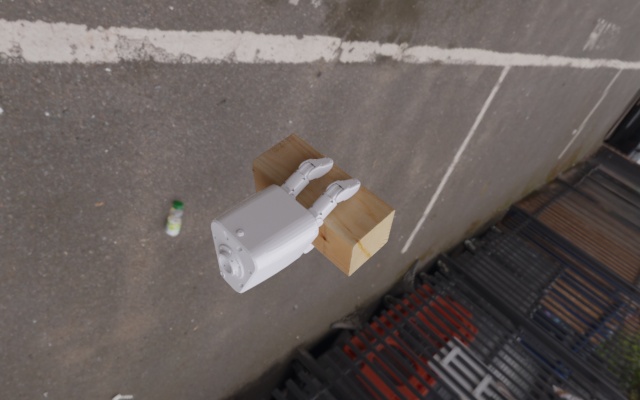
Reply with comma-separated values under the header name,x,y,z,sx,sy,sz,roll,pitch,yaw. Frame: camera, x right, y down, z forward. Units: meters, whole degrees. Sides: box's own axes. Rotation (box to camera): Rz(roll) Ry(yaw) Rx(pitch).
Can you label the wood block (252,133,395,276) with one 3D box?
name,x,y,z,sx,sy,sz,roll,pitch,yaw
wood block,0.000,0.003,0.721,0.090,0.091,0.206,-38,63,-25
